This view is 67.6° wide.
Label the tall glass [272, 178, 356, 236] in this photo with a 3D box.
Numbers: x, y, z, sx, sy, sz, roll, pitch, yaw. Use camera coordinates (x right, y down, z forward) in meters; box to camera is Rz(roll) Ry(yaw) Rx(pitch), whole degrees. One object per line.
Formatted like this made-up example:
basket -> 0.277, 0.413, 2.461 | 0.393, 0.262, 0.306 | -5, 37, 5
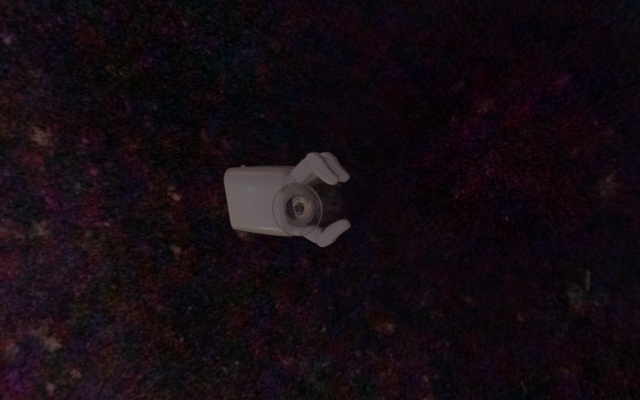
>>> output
tall glass -> 0.000, 0.003, 0.747 | 0.079, 0.079, 0.201 | 0, 6, 20
